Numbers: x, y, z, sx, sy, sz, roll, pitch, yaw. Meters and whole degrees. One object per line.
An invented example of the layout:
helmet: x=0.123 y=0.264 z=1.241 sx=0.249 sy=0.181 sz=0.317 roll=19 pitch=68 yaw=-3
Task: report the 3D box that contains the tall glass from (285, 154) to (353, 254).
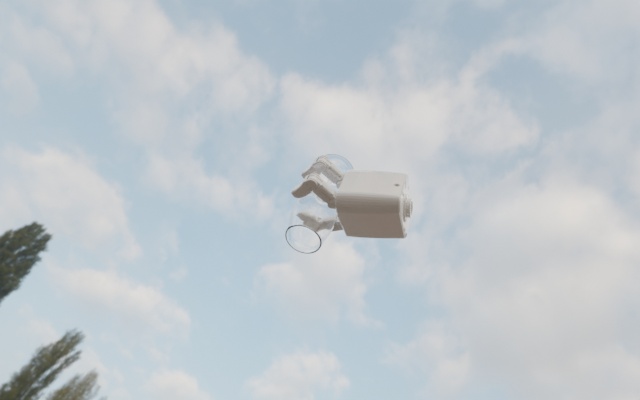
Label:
tall glass: x=0.000 y=0.002 z=0.841 sx=0.079 sy=0.079 sz=0.201 roll=0 pitch=38 yaw=21
